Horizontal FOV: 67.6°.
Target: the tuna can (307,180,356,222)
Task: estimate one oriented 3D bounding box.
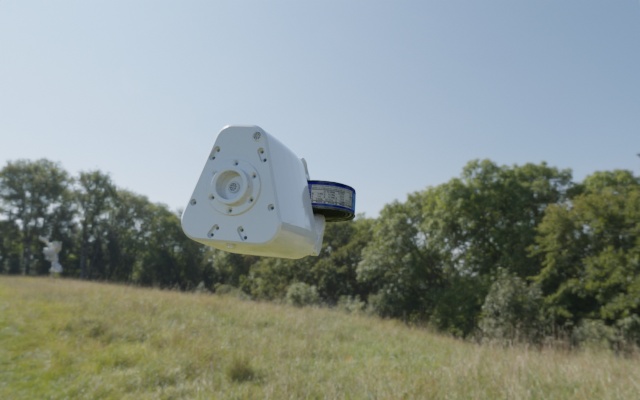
[{"bbox_3d":[0.000,0.001,0.577,0.086,0.033,0.086,4,-13,1],"label":"tuna can"}]
